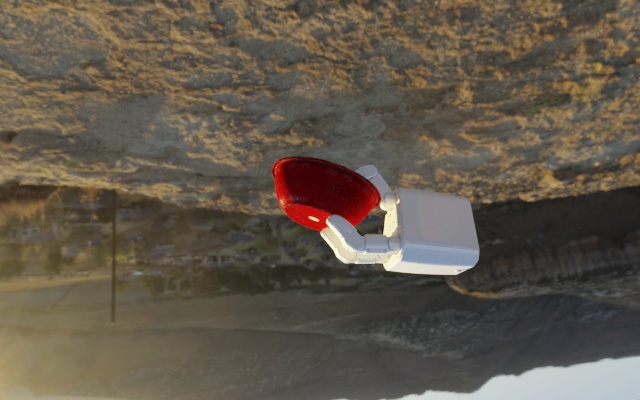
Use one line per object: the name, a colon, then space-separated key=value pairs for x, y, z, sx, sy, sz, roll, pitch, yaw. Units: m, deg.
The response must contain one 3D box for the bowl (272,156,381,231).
bowl: x=-0.001 y=0.002 z=0.671 sx=0.162 sy=0.055 sz=0.162 roll=16 pitch=-21 yaw=6
